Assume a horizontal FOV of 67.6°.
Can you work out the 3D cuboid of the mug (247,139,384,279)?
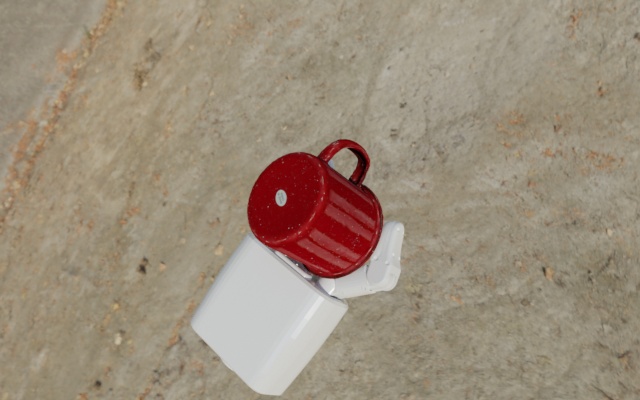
[{"bbox_3d":[0.001,0.000,0.402,0.093,0.117,0.081,36,2,42],"label":"mug"}]
